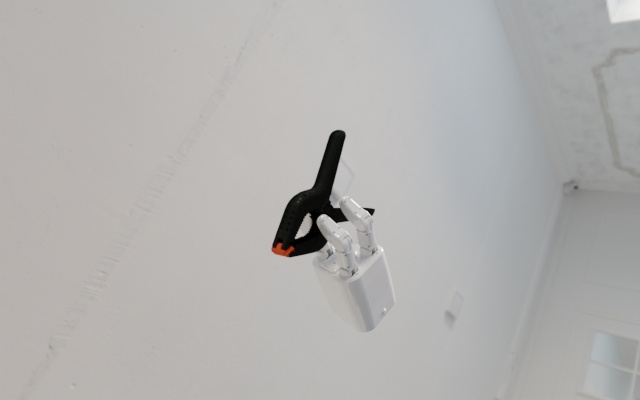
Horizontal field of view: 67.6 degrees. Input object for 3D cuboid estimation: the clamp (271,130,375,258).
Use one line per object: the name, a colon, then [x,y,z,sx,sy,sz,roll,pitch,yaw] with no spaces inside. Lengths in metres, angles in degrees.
clamp: [-0.001,0.003,0.714,0.036,0.165,0.210,6,34,43]
